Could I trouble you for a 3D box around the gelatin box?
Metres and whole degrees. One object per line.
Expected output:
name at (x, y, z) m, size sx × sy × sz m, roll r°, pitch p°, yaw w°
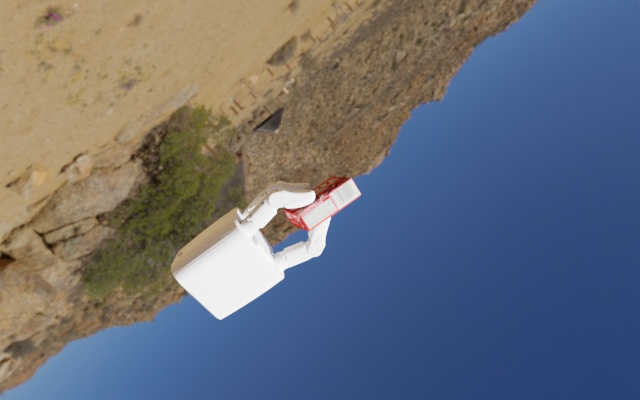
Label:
gelatin box at (0.001, 0.002, 0.643) m, size 0.089 × 0.030 × 0.073 m, roll -35°, pitch 14°, yaw -13°
